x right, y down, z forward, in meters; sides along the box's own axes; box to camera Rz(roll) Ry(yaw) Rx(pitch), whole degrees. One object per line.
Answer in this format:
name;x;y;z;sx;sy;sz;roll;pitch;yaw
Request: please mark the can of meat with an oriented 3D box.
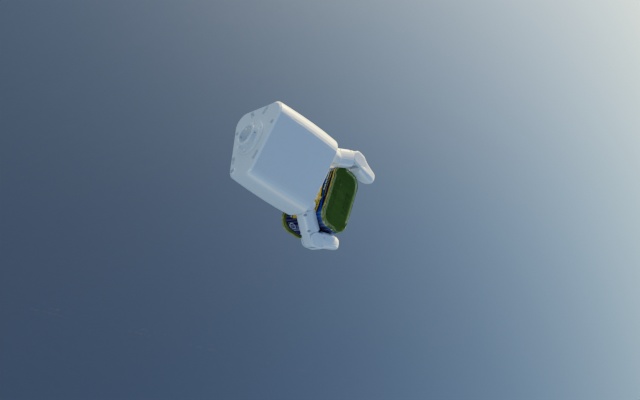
can of meat;0.000;0.002;0.700;0.084;0.102;0.057;-9;-35;44
